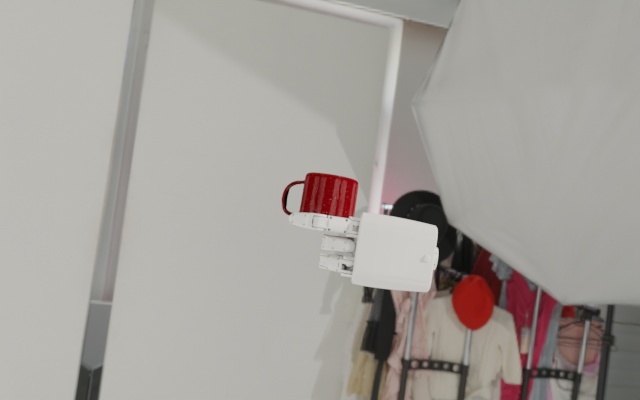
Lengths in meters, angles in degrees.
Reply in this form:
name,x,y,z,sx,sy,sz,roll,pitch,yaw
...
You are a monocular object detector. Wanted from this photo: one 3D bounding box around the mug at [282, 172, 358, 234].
name,x,y,z,sx,sy,sz,roll,pitch,yaw
mug,-0.001,0.002,0.718,0.117,0.081,0.093,9,-2,3
